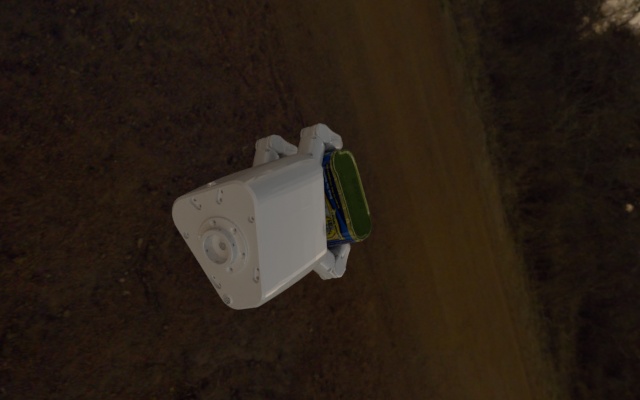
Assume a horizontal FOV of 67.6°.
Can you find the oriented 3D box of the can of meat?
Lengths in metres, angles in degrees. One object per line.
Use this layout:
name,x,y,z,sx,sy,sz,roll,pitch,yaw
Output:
can of meat,0.000,0.002,0.511,0.084,0.102,0.057,-14,6,30
